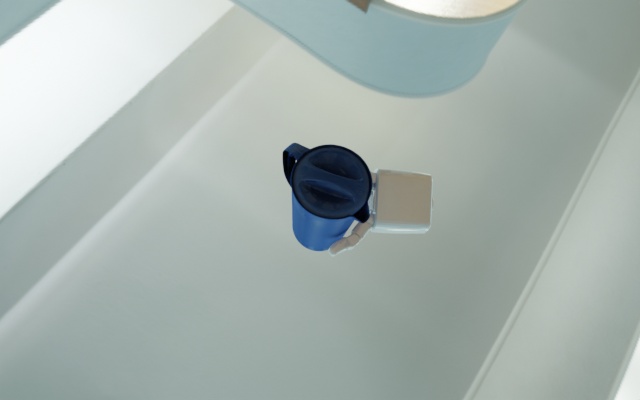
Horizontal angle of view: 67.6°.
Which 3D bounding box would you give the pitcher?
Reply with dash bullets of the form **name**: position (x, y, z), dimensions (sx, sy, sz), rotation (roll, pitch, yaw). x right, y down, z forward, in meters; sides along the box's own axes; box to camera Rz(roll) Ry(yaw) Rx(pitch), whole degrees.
- **pitcher**: position (0.000, 0.003, 0.874), dimensions (0.145, 0.149, 0.243), rotation (1, -22, -6)
